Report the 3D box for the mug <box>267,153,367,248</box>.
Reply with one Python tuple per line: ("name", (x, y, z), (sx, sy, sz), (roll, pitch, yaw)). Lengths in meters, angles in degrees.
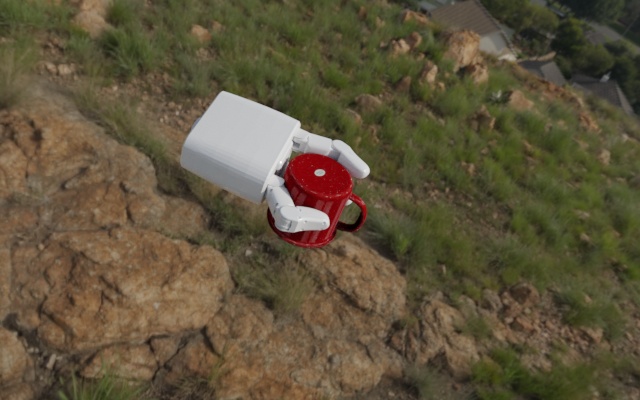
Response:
("mug", (0.001, 0.002, 0.580), (0.117, 0.081, 0.093), (23, 40, 0))
